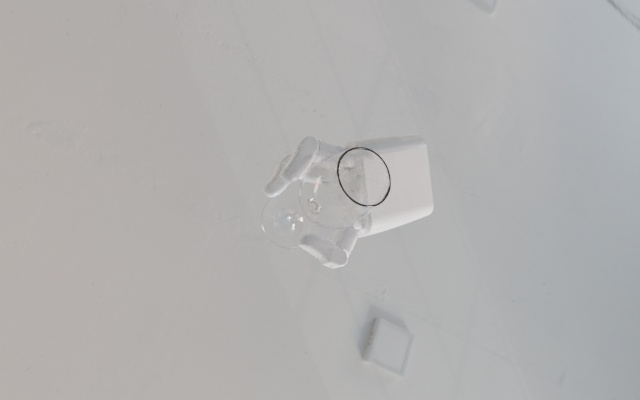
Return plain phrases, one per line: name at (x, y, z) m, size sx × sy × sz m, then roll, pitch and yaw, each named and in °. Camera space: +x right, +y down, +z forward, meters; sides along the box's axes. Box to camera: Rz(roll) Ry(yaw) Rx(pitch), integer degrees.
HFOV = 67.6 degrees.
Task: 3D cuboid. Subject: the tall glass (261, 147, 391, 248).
tall glass at (0.000, 0.002, 0.550) m, size 0.079 × 0.079 × 0.201 m, roll 0°, pitch -15°, yaw -27°
